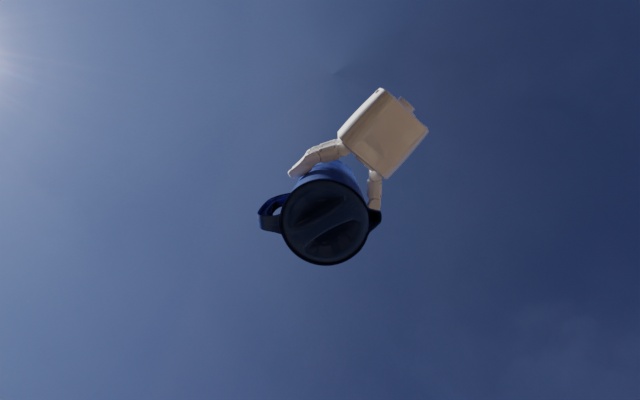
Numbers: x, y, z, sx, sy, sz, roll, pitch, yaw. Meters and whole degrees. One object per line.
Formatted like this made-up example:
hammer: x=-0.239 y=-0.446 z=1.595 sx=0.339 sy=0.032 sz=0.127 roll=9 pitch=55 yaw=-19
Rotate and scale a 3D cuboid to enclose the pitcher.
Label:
pitcher: x=0.000 y=0.003 z=0.800 sx=0.149 sy=0.145 sz=0.242 roll=39 pitch=13 yaw=-8
